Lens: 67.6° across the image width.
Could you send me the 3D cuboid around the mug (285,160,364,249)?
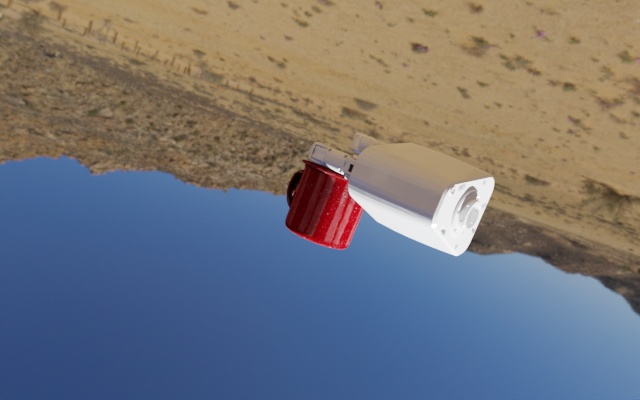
[{"bbox_3d":[-0.001,0.002,0.571,0.117,0.081,0.093,26,8,39],"label":"mug"}]
